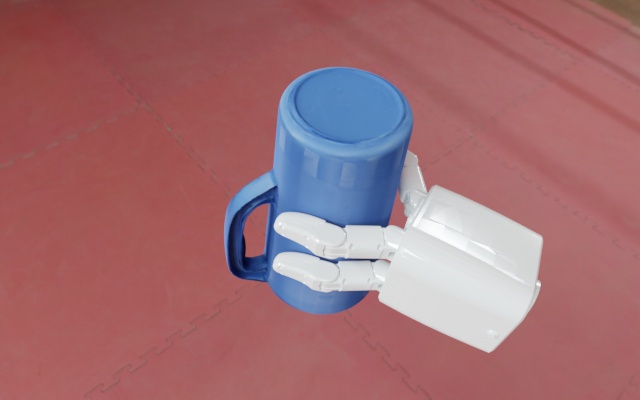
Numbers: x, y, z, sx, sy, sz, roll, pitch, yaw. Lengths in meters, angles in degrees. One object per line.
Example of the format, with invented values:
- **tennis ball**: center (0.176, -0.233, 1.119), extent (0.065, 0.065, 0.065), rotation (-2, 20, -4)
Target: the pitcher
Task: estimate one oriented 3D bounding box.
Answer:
- **pitcher**: center (0.000, 0.002, 0.461), extent (0.145, 0.149, 0.243), rotation (27, -37, 15)
